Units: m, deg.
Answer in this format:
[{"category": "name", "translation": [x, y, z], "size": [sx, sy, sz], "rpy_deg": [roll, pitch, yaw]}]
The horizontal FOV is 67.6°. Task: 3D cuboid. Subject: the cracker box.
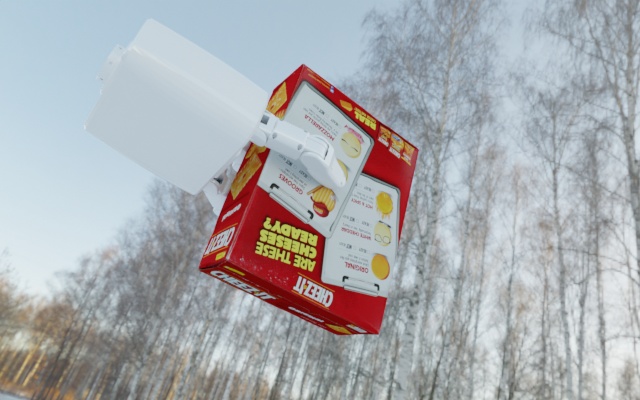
[{"category": "cracker box", "translation": [0.000, 0.001, 0.468], "size": [0.164, 0.213, 0.072], "rpy_deg": [31, -30, -24]}]
